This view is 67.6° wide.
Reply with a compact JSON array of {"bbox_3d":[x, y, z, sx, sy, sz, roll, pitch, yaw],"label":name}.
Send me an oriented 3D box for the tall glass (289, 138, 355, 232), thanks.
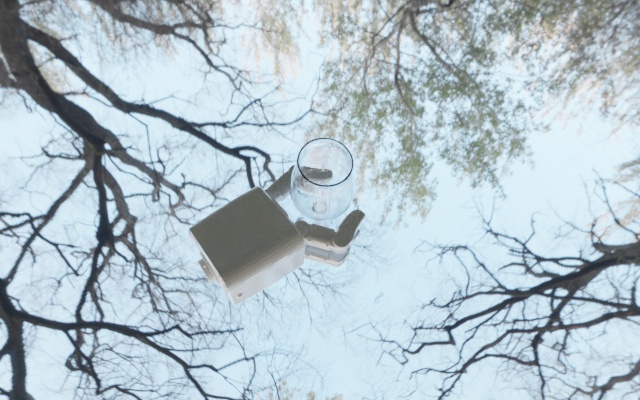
[{"bbox_3d":[0.000,0.002,0.603,0.079,0.079,0.201,0,-27,-4],"label":"tall glass"}]
